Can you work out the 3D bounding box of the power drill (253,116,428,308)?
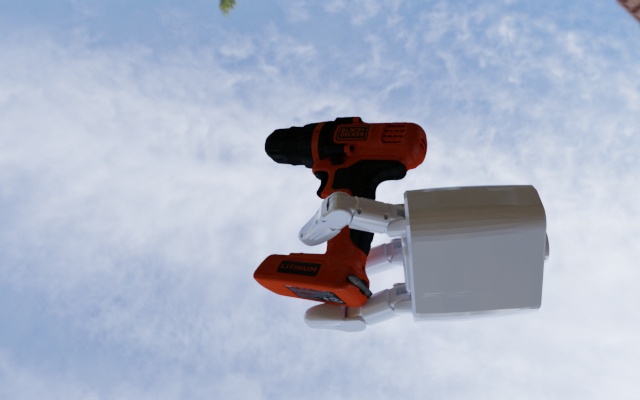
[{"bbox_3d":[0.000,0.002,0.471,0.184,0.187,0.057,3,-26,32],"label":"power drill"}]
